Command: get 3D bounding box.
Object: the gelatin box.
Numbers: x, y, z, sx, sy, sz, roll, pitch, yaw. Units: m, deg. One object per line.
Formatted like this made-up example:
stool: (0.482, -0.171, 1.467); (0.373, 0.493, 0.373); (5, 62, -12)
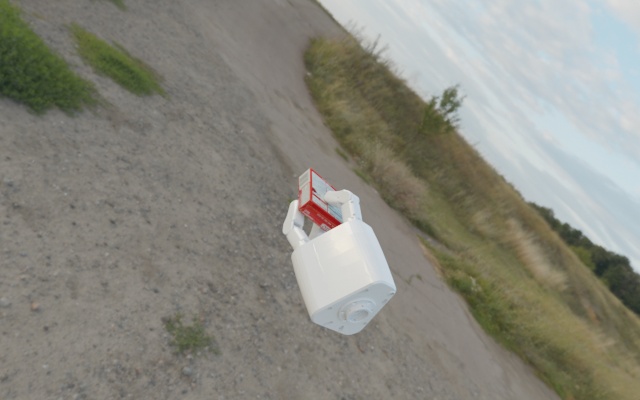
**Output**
gelatin box: (0.000, 0.002, 0.737); (0.030, 0.089, 0.073); (-38, -60, 24)
